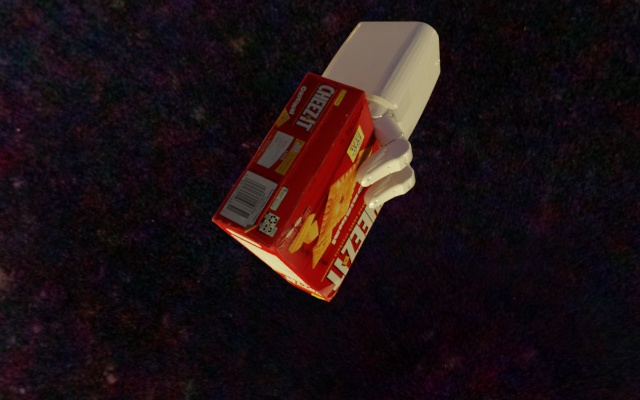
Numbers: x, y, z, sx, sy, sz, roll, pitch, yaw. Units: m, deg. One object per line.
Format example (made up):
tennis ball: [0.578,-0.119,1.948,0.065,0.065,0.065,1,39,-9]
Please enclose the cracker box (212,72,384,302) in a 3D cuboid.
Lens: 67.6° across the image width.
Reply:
cracker box: [0.000,0.001,0.499,0.072,0.164,0.214,25,-15,24]
